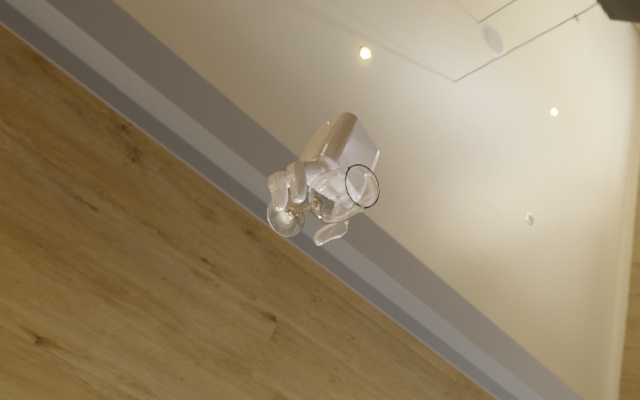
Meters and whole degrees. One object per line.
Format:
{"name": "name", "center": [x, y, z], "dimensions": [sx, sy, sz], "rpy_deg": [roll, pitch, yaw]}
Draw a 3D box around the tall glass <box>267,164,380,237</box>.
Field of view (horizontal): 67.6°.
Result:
{"name": "tall glass", "center": [0.000, 0.003, 0.724], "dimensions": [0.079, 0.079, 0.201], "rpy_deg": [0, -13, -36]}
